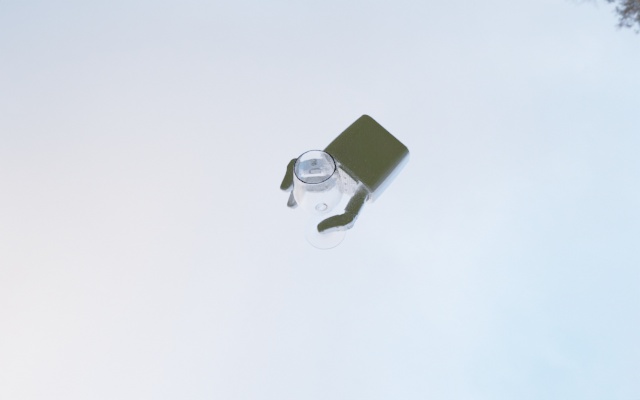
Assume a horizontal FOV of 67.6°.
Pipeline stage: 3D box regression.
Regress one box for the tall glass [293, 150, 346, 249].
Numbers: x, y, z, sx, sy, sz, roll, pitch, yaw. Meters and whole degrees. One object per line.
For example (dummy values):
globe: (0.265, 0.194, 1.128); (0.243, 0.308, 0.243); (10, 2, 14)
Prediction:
tall glass: (0.000, 0.003, 0.771); (0.079, 0.079, 0.201); (0, -31, 6)
